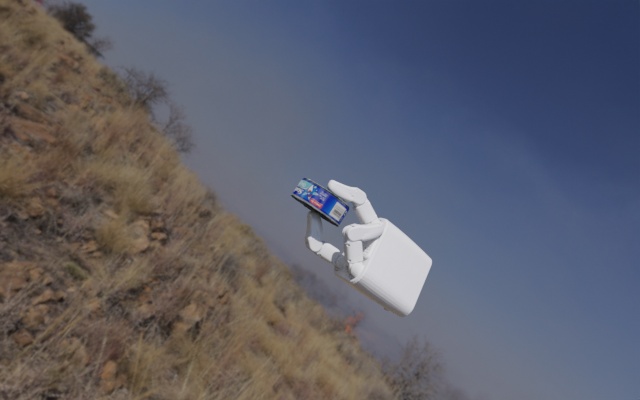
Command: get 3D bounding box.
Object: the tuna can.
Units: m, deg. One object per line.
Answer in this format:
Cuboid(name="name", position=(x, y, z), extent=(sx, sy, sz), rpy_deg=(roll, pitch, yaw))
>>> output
Cuboid(name="tuna can", position=(0.000, 0.002, 0.712), extent=(0.086, 0.034, 0.086), rpy_deg=(33, -5, 3))
